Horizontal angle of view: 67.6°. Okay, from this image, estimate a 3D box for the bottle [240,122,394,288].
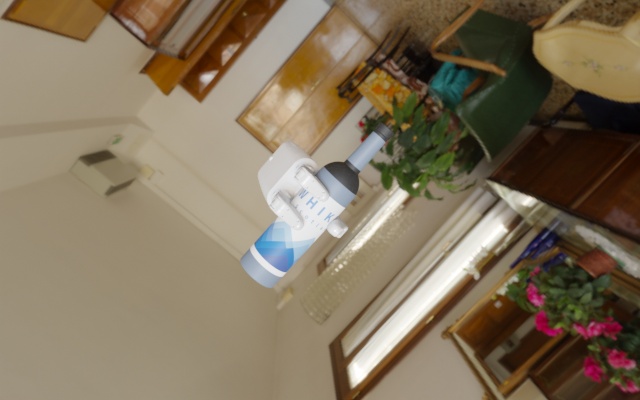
[{"bbox_3d":[0.000,0.003,0.715,0.069,0.296,0.069,41,7,-6],"label":"bottle"}]
